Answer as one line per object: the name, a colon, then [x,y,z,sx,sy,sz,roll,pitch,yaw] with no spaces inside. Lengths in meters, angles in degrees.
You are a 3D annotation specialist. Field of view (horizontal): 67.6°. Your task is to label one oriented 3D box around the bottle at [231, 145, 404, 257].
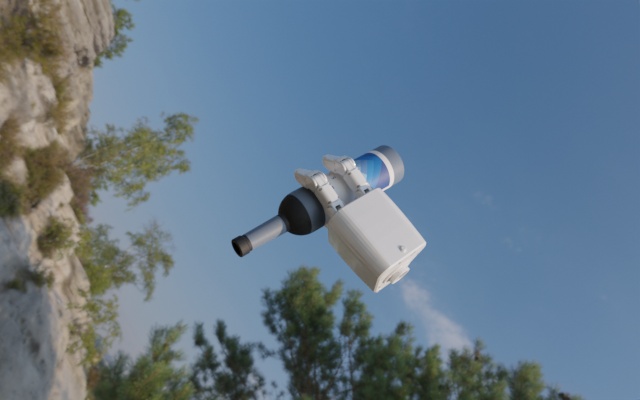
bottle: [0.000,0.002,0.711,0.295,0.069,0.069,-29,15,-29]
